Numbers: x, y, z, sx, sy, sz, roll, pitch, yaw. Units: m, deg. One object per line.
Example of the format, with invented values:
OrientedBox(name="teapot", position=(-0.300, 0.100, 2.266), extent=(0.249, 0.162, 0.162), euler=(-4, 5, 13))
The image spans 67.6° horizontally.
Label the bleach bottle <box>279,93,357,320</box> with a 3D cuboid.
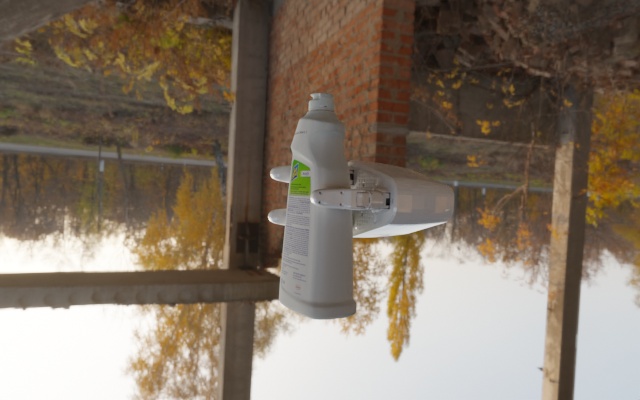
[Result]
OrientedBox(name="bleach bottle", position=(0.000, 0.002, 0.556), extent=(0.068, 0.251, 0.102), euler=(3, 1, -33))
